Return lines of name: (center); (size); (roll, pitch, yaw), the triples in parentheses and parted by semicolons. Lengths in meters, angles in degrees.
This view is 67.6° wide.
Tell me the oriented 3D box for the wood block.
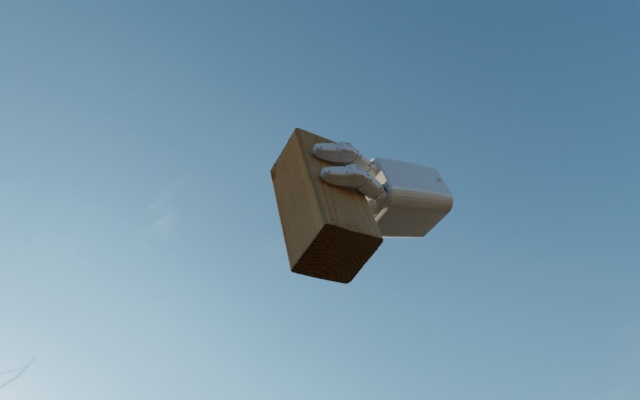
wood block: (0.000, 0.002, 0.662); (0.090, 0.091, 0.206); (17, 34, -27)
